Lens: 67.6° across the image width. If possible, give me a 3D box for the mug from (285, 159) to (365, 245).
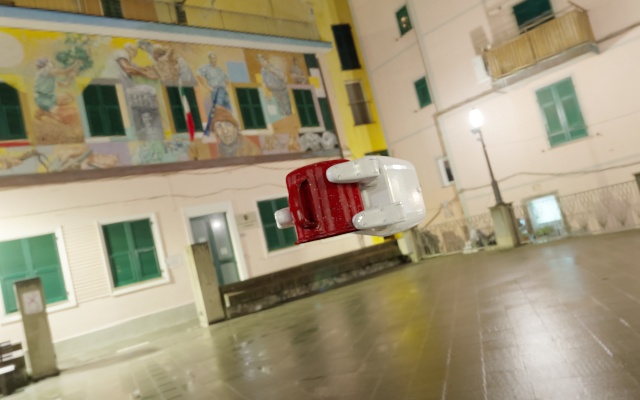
[{"bbox_3d":[-0.001,0.002,0.539,0.093,0.081,0.117,-17,-7,32],"label":"mug"}]
